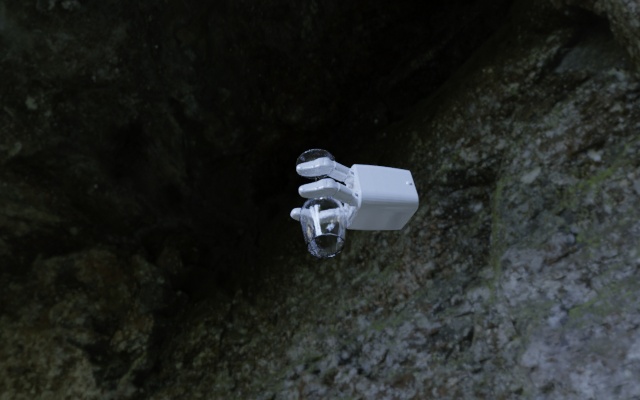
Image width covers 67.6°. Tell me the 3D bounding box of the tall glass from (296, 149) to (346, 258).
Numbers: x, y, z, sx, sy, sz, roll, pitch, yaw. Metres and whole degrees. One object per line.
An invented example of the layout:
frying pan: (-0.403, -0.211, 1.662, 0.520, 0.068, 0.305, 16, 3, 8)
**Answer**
tall glass: (0.000, 0.002, 0.829, 0.079, 0.200, 0.079, -3, -44, -3)
